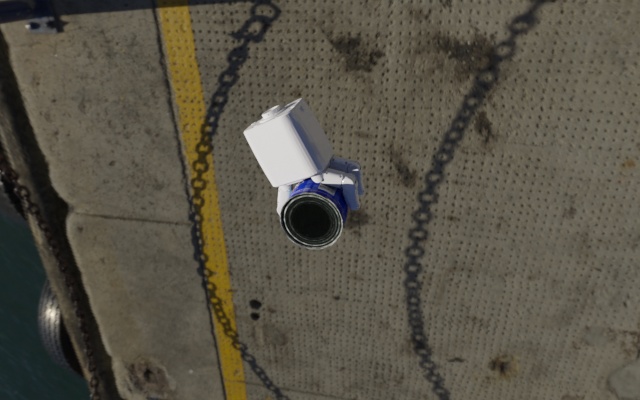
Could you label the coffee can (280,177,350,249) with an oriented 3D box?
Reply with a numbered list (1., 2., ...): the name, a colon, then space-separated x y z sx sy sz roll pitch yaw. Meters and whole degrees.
1. coffee can: 0.000 0.003 0.807 0.103 0.103 0.140 0 27 14
